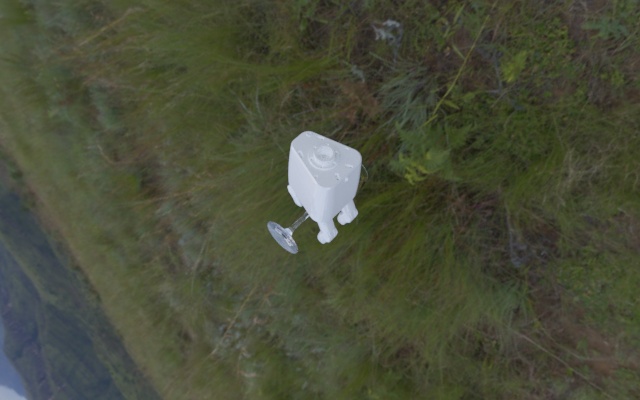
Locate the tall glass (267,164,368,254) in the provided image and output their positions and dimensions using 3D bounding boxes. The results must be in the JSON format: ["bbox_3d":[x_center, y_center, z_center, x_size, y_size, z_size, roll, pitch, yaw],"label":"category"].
[{"bbox_3d":[0.000,0.003,0.869,0.201,0.079,0.079,-43,20,-23],"label":"tall glass"}]
